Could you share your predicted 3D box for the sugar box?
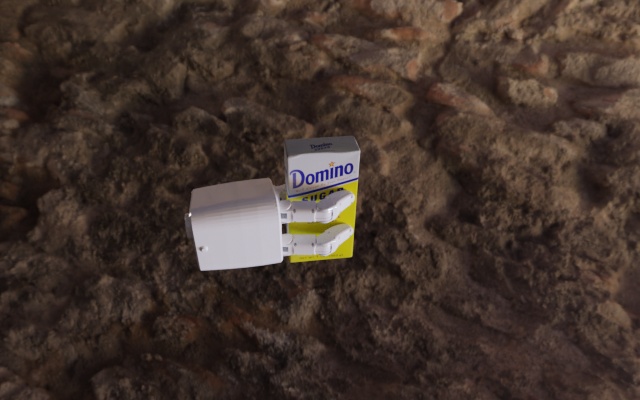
[{"bbox_3d":[0.000,0.003,0.639,0.093,0.176,0.048,-5,38,-8],"label":"sugar box"}]
